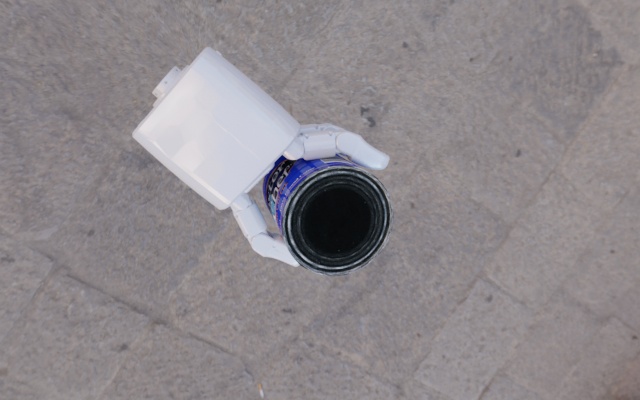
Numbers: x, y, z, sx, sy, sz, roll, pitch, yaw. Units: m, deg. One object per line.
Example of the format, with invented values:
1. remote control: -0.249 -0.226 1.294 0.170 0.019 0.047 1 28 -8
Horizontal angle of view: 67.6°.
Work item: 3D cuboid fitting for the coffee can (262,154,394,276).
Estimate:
1. coffee can: 0.000 0.002 0.484 0.103 0.103 0.140 0 15 -14
